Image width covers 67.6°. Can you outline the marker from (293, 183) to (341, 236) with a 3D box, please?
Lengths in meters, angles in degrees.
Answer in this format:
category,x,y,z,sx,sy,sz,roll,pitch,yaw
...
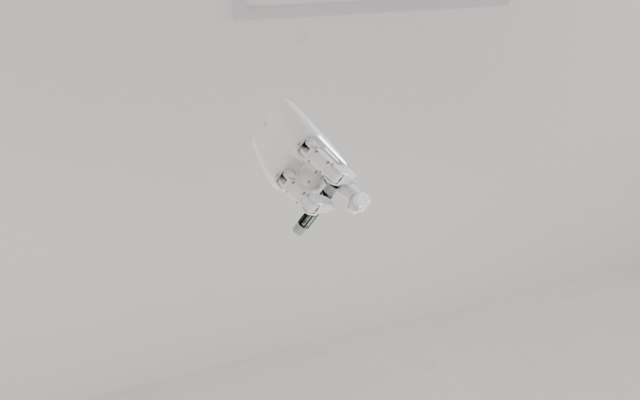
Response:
category,x,y,z,sx,sy,sz,roll,pitch,yaw
marker,0.000,0.002,0.687,0.020,0.121,0.020,32,22,-14
